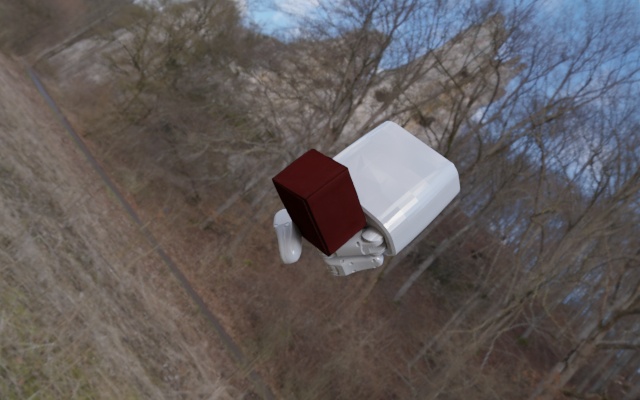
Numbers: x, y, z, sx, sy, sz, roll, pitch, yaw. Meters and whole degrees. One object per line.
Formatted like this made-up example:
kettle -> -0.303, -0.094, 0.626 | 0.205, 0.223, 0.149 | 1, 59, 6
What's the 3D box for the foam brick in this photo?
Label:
foam brick -> 0.000, 0.001, 0.442 | 0.051, 0.078, 0.053 | -39, 45, -17
